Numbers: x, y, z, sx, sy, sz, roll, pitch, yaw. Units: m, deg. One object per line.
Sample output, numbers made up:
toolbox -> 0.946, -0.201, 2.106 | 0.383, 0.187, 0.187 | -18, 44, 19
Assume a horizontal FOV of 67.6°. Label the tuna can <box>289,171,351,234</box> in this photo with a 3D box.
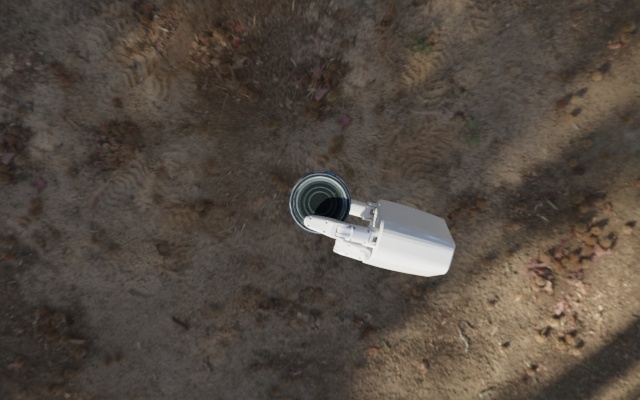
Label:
tuna can -> 0.000, 0.002, 0.661 | 0.086, 0.086, 0.033 | 0, 7, 3
